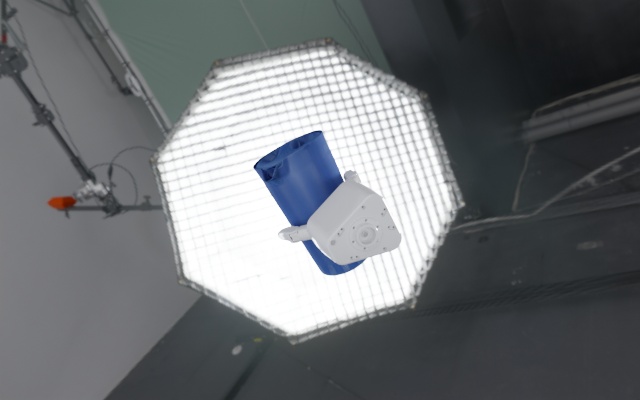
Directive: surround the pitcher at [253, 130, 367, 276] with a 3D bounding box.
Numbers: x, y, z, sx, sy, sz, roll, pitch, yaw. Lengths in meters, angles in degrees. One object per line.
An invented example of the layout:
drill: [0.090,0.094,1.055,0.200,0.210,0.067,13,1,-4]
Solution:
pitcher: [0.000,0.003,0.848,0.149,0.243,0.145,-31,17,-10]
